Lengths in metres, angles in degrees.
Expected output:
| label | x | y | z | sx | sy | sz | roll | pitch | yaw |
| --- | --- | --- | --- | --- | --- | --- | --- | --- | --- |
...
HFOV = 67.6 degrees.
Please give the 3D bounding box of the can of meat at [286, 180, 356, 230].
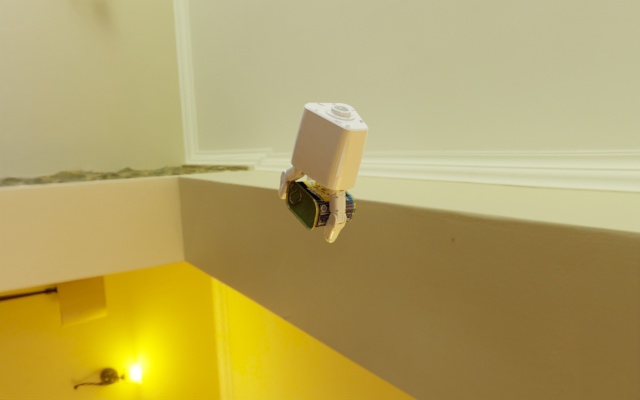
| label | x | y | z | sx | sy | sz | roll | pitch | yaw |
| --- | --- | --- | --- | --- | --- | --- | --- | --- | --- |
| can of meat | 0.000 | 0.003 | 0.833 | 0.084 | 0.057 | 0.102 | -7 | 33 | -32 |
